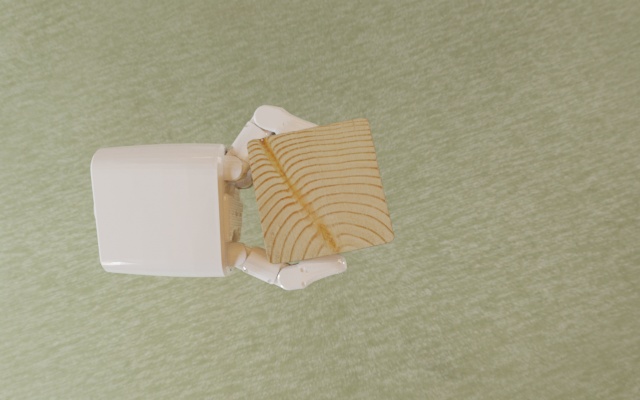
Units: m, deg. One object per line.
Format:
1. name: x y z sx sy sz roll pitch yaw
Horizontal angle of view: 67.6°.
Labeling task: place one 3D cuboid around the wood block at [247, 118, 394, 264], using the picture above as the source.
1. wood block: 0.000 0.002 0.431 0.090 0.091 0.206 -11 -4 0
